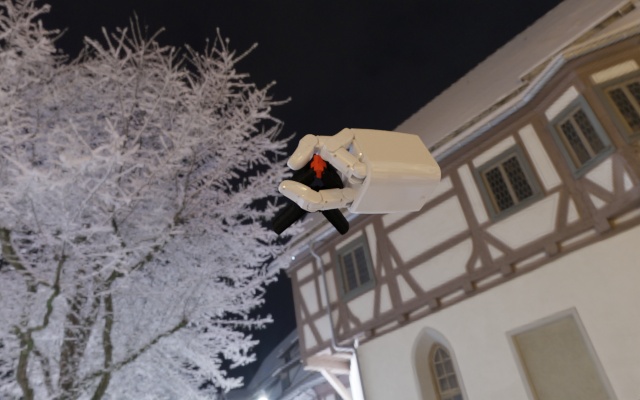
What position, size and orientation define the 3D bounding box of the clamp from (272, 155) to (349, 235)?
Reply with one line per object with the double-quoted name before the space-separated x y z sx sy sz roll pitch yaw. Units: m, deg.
"clamp" 0.000 0.002 0.702 0.120 0.039 0.172 1 -35 -16
